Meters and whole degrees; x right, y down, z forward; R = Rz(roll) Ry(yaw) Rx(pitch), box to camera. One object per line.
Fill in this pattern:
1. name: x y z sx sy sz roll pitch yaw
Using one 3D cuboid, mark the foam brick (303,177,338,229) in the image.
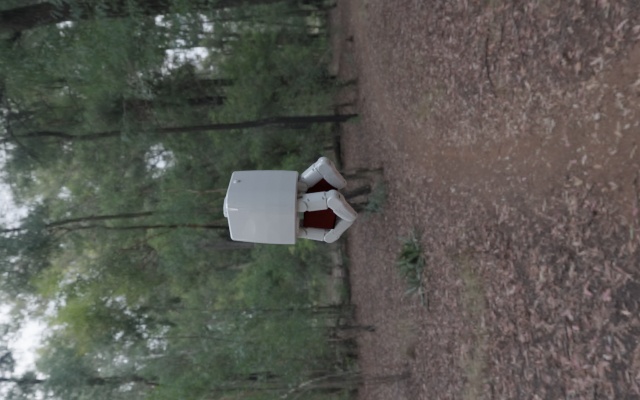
1. foam brick: 0.000 0.002 0.781 0.051 0.053 0.078 5 33 -4
